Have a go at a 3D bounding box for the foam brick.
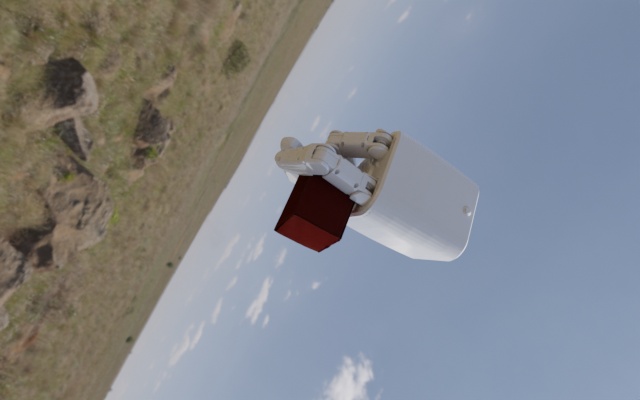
[{"bbox_3d":[0.000,0.002,0.456,0.051,0.078,0.053,30,-29,-13],"label":"foam brick"}]
